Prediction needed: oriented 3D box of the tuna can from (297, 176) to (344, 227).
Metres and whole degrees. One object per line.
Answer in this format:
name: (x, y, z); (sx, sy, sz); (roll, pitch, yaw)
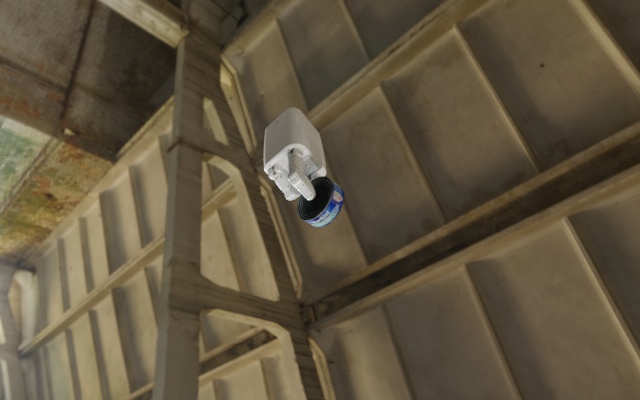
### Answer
tuna can: (0.001, 0.003, 0.834); (0.034, 0.086, 0.086); (32, -20, -35)
